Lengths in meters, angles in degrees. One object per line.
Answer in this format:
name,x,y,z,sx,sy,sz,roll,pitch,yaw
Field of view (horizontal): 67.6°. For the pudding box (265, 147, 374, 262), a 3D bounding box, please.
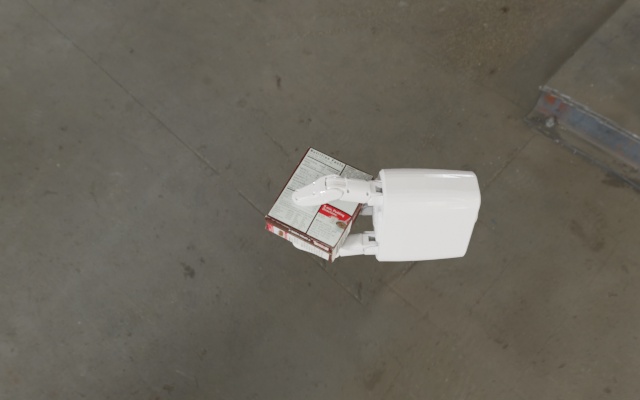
pudding box,0.000,0.002,0.562,0.090,0.113,0.039,25,-28,10
